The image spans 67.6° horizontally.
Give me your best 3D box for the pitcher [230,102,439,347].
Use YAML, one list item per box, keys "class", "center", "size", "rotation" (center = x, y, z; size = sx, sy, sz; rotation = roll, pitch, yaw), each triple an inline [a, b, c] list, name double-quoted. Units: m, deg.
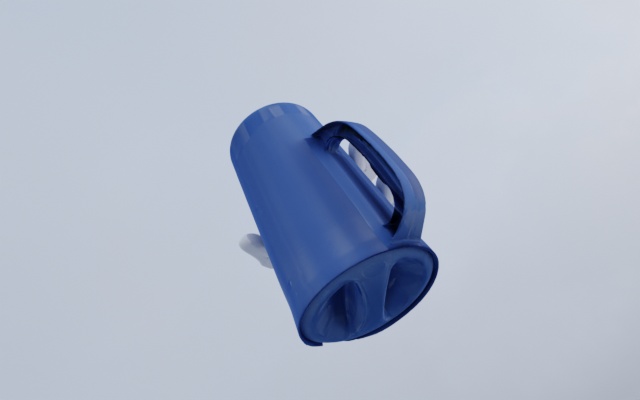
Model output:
- class: "pitcher"
  center: [0.000, 0.002, 0.465]
  size: [0.149, 0.242, 0.145]
  rotation: [-32, -38, 0]
